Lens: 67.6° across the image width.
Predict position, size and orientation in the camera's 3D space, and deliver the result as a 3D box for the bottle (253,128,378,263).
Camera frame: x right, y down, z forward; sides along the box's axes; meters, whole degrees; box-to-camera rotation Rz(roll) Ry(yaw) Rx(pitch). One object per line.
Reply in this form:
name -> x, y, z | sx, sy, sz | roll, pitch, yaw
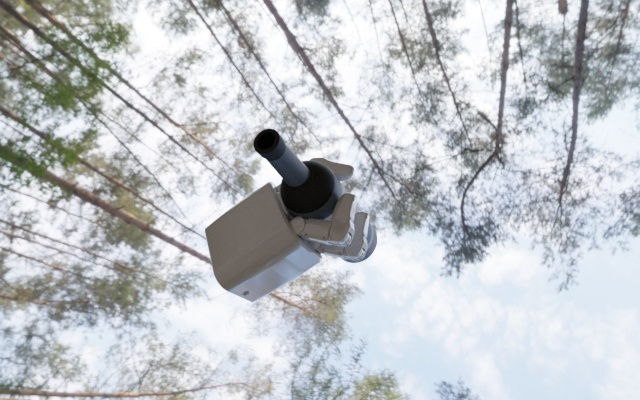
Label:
bottle -> 0.000, 0.002, 0.572 | 0.069, 0.069, 0.296 | 0, -23, 22
